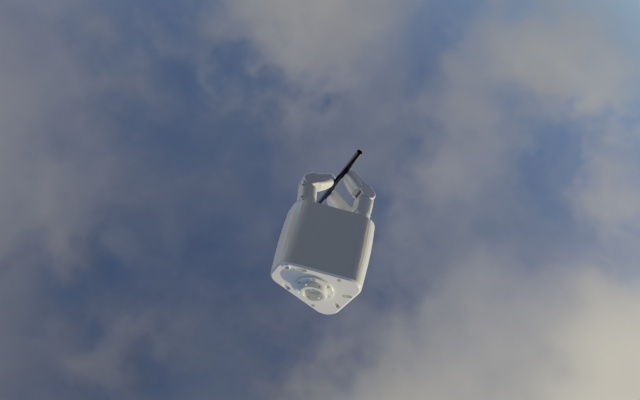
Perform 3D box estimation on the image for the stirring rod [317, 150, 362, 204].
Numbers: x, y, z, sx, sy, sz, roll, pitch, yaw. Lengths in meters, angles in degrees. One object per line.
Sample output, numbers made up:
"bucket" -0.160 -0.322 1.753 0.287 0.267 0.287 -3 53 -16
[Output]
"stirring rod" 0.000 0.002 0.734 0.011 0.011 0.240 0 -35 -33
